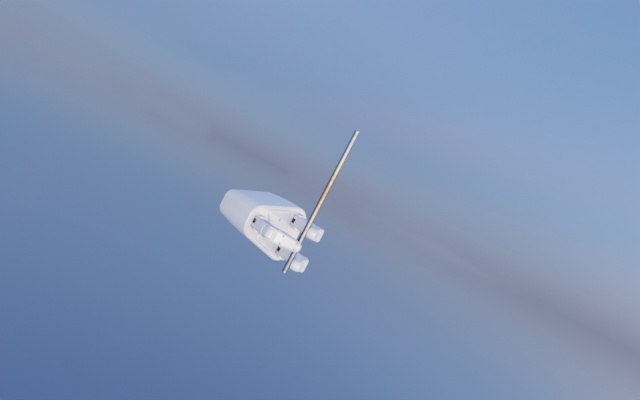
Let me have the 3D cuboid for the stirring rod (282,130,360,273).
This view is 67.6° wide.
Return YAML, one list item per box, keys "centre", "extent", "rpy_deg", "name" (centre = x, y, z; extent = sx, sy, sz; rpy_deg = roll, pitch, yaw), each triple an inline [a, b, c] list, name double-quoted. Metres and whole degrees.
- centre: [0.000, 0.002, 0.725]
  extent: [0.011, 0.239, 0.011]
  rpy_deg: [28, 1, -1]
  name: "stirring rod"
